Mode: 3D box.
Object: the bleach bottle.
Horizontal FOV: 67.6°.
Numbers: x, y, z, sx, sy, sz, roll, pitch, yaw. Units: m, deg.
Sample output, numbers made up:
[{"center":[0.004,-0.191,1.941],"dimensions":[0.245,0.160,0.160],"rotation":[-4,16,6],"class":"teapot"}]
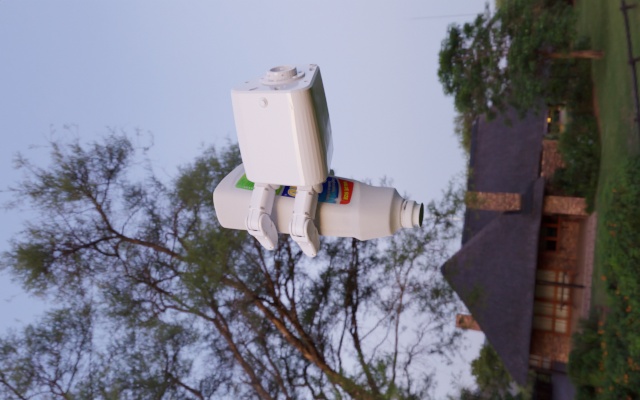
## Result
[{"center":[0.000,0.002,0.583],"dimensions":[0.251,0.068,0.102],"rotation":[5,31,23],"class":"bleach bottle"}]
